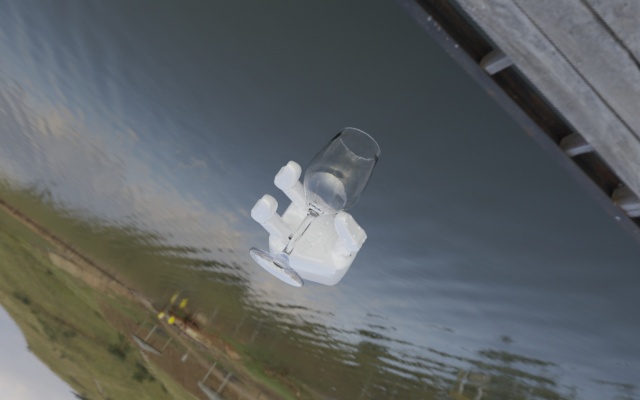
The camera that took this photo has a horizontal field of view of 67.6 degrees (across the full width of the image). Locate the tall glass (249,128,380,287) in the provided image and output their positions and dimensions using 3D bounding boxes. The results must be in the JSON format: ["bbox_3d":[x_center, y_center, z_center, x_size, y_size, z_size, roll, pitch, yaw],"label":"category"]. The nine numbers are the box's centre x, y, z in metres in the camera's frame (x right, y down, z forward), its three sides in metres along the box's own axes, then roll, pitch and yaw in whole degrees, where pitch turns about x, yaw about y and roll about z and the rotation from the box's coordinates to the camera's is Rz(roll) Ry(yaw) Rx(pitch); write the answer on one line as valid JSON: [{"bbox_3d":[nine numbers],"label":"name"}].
[{"bbox_3d":[0.000,0.002,0.587,0.079,0.201,0.079,28,-23,13],"label":"tall glass"}]
